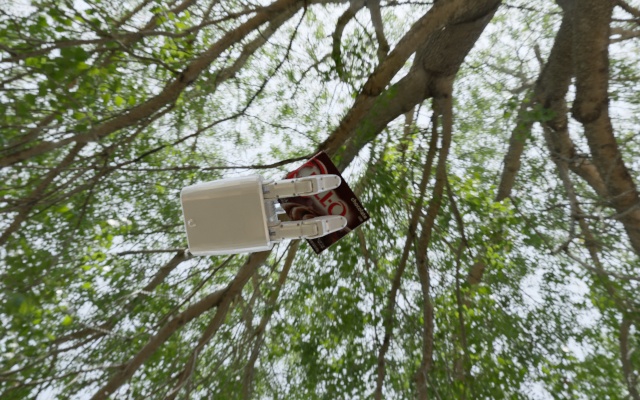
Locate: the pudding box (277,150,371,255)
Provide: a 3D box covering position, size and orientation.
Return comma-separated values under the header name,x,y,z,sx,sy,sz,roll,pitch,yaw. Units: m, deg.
name,x,y,z,sx,sy,sz,roll,pitch,yaw
pudding box,0.000,0.002,0.649,0.090,0.113,0.039,-35,6,4
